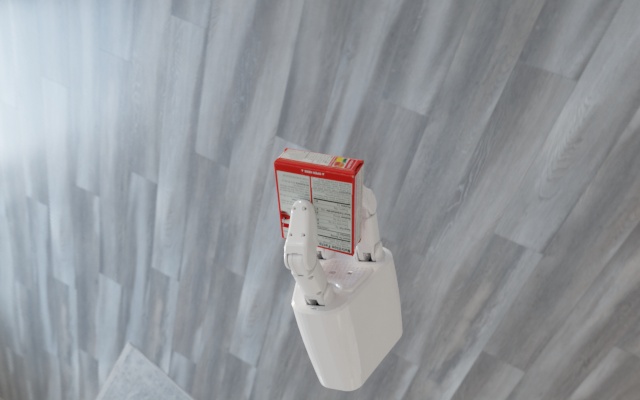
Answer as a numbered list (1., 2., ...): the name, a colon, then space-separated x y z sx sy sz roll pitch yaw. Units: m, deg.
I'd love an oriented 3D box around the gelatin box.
1. gelatin box: 0.000 0.001 0.428 0.073 0.089 0.030 11 38 19
